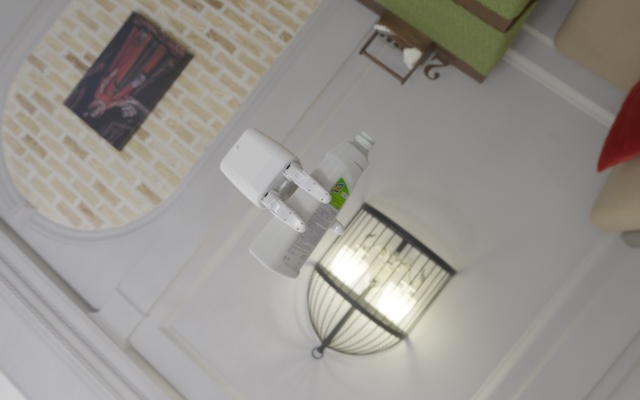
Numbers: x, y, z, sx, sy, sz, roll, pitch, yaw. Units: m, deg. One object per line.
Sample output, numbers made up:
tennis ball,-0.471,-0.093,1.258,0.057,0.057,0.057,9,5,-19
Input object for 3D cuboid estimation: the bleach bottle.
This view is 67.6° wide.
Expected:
bleach bottle,0.000,0.002,0.748,0.068,0.251,0.102,39,1,29
